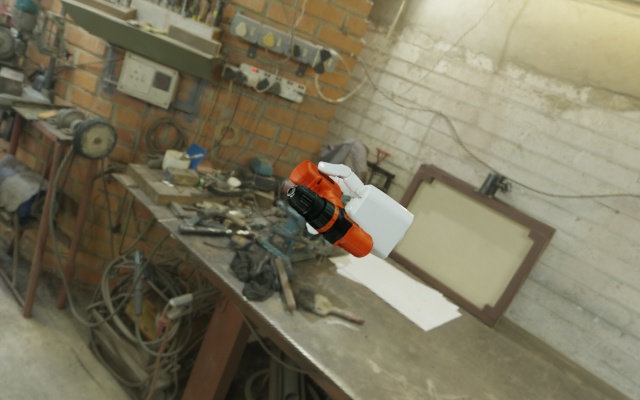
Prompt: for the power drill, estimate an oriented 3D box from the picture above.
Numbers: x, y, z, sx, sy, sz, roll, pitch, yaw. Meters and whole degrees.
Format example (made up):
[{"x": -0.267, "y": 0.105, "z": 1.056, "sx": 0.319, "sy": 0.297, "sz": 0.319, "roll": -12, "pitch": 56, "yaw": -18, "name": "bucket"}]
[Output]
[{"x": 0.000, "y": 0.003, "z": 0.829, "sx": 0.184, "sy": 0.057, "sz": 0.187, "roll": 41, "pitch": 14, "yaw": -30, "name": "power drill"}]
